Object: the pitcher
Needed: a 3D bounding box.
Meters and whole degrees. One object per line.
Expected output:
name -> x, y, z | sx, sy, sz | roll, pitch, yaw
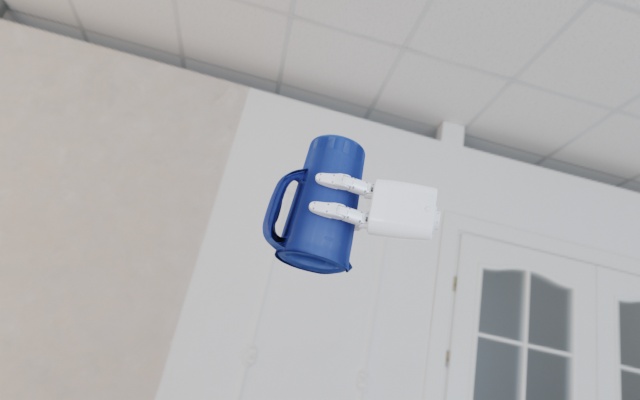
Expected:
pitcher -> 0.000, 0.003, 0.866 | 0.145, 0.242, 0.149 | 7, -21, 16
